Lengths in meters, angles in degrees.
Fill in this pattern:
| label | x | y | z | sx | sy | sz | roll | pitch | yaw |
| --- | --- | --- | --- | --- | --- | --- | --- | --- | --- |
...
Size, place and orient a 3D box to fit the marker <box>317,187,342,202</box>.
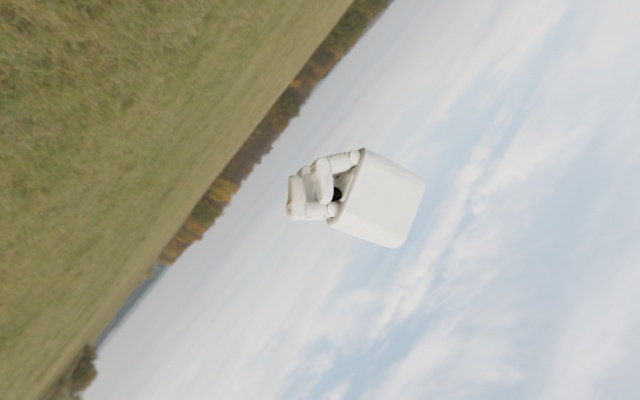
| label | x | y | z | sx | sy | sz | roll | pitch | yaw |
| --- | --- | --- | --- | --- | --- | --- | --- | --- | --- |
| marker | 0.000 | 0.002 | 0.681 | 0.020 | 0.020 | 0.121 | 0 | -12 | -22 |
